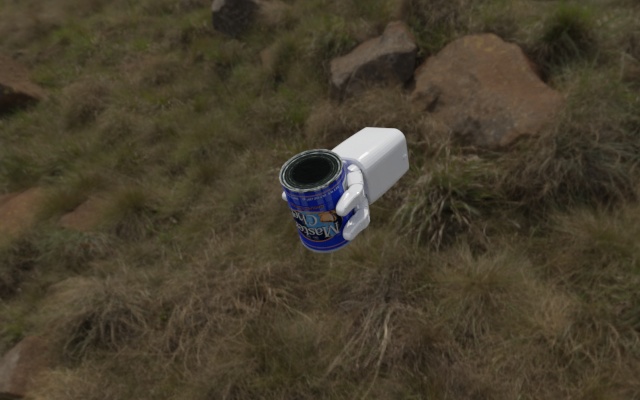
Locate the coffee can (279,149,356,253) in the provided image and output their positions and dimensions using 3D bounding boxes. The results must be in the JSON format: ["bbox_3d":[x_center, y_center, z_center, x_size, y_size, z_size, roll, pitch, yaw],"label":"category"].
[{"bbox_3d":[0.000,0.003,0.781,0.103,0.140,0.102,-9,41,8],"label":"coffee can"}]
